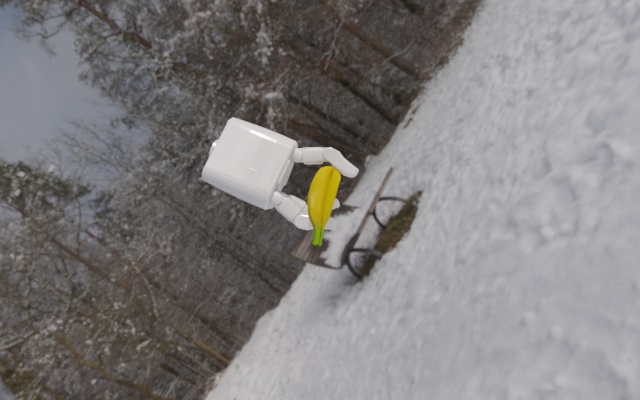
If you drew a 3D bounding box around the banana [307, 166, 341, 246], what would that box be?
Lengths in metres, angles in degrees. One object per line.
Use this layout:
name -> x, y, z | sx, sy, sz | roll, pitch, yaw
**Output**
banana -> 0.004, -0.013, 0.673 | 0.037, 0.070, 0.197 | 17, 25, 1
